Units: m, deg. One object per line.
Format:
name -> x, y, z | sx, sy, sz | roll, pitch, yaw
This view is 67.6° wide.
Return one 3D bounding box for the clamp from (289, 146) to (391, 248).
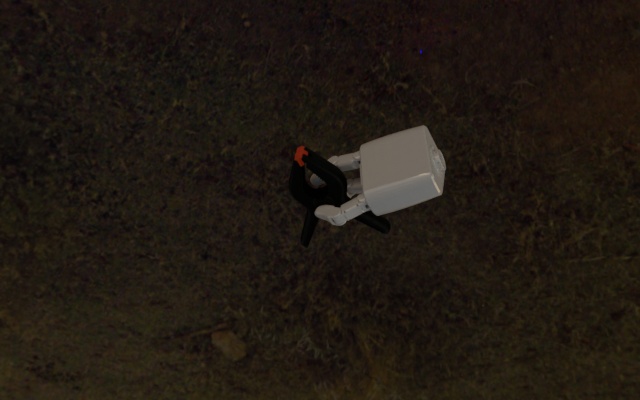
clamp -> 0.000, 0.003, 0.782 | 0.164, 0.036, 0.210 | -19, -52, 24
